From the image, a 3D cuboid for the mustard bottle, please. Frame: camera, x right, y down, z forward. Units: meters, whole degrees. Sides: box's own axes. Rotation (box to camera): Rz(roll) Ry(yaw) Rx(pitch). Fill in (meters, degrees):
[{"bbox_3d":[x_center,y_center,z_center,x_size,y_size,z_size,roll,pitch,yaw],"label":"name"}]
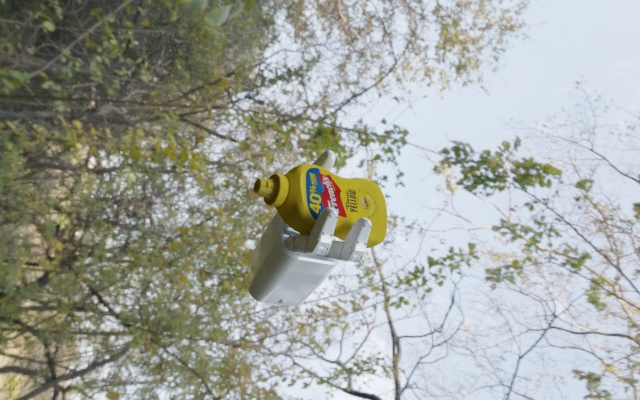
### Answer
[{"bbox_3d":[0.001,0.002,0.628,0.192,0.096,0.058,14,-29,-33],"label":"mustard bottle"}]
